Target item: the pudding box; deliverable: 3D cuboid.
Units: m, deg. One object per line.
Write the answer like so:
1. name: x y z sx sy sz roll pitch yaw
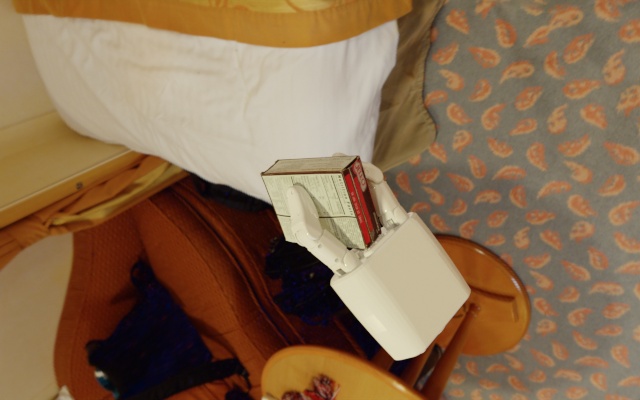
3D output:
1. pudding box: 0.000 0.002 0.499 0.113 0.090 0.039 0 29 37
